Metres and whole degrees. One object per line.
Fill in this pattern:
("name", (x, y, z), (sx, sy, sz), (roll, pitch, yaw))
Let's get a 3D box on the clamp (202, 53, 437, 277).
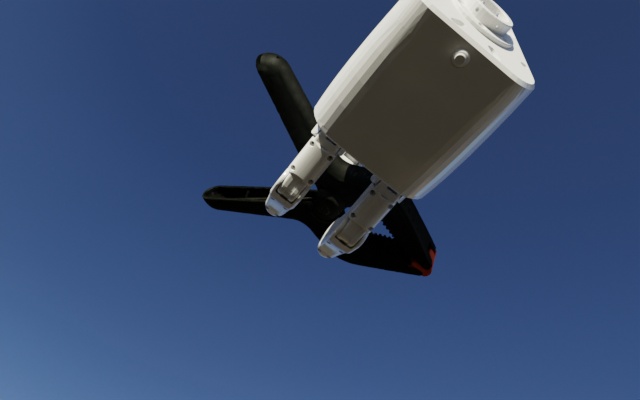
("clamp", (0.001, 0.001, 0.403), (0.165, 0.210, 0.036), (-48, 6, 41))
